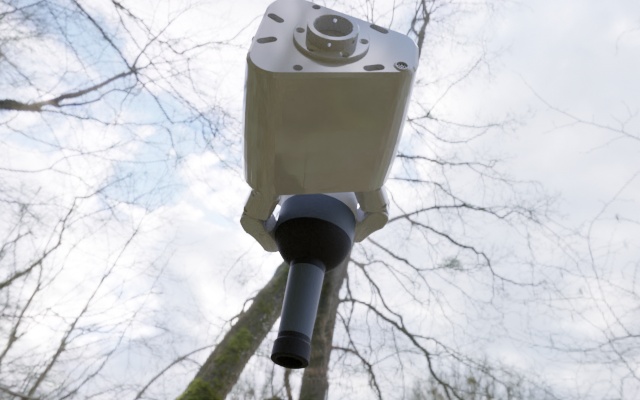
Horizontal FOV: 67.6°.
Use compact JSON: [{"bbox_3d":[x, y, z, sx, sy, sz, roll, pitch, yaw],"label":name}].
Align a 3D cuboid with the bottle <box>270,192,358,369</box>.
[{"bbox_3d":[0.000,0.001,0.426,0.069,0.295,0.069,7,-40,5],"label":"bottle"}]
